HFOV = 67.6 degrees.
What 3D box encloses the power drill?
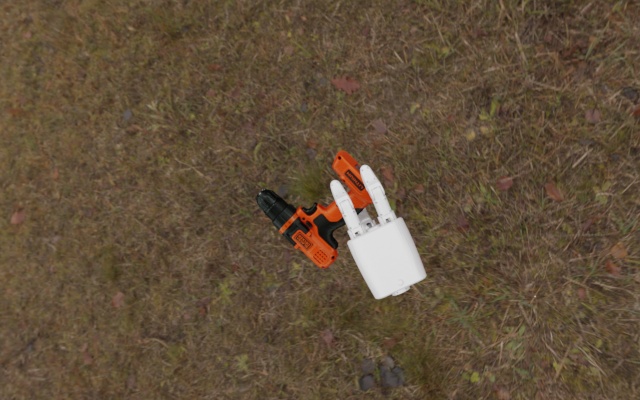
[{"bbox_3d":[0.001,0.003,0.845,0.188,0.184,0.057,-46,2,19],"label":"power drill"}]
